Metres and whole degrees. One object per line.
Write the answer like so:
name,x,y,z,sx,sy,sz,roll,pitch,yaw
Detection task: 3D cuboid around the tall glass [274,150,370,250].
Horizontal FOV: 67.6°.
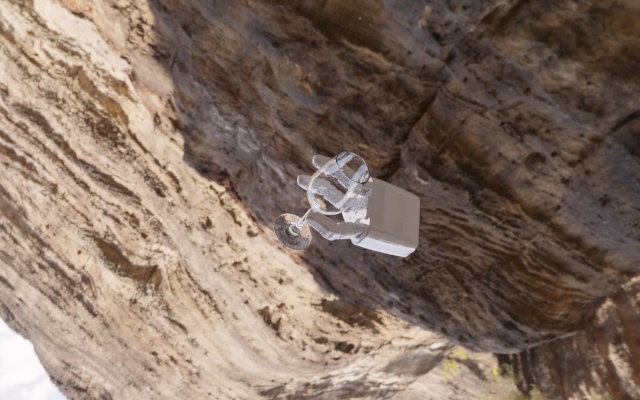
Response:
tall glass,0.000,0.003,0.785,0.079,0.079,0.201,0,-33,-36
